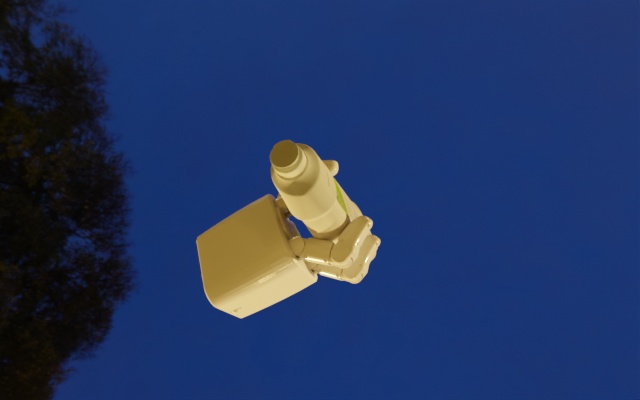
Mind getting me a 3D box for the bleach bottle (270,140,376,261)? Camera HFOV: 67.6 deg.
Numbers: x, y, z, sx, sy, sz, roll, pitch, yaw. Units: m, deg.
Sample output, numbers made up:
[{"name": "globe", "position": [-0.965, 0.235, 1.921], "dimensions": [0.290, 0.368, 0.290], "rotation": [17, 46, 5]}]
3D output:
[{"name": "bleach bottle", "position": [0.000, 0.002, 0.542], "dimensions": [0.068, 0.102, 0.251], "rotation": [-28, -29, 4]}]
